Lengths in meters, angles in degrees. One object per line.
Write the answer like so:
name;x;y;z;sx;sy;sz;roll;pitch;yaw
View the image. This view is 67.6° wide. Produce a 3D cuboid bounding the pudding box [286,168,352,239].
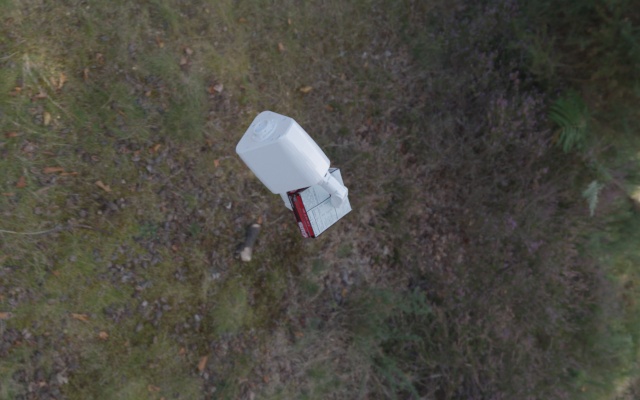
pudding box;0.000;0.003;0.849;0.039;0.090;0.113;3;28;46
